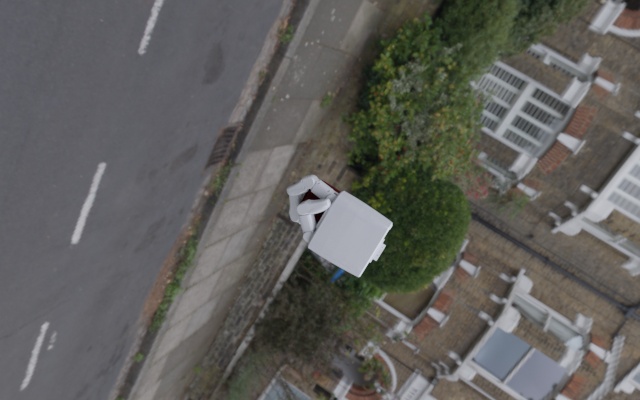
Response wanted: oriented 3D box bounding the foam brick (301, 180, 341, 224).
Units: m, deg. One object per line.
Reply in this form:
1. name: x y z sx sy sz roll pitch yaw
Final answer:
1. foam brick: 0.000 0.003 0.890 0.051 0.053 0.078 31 22 9
